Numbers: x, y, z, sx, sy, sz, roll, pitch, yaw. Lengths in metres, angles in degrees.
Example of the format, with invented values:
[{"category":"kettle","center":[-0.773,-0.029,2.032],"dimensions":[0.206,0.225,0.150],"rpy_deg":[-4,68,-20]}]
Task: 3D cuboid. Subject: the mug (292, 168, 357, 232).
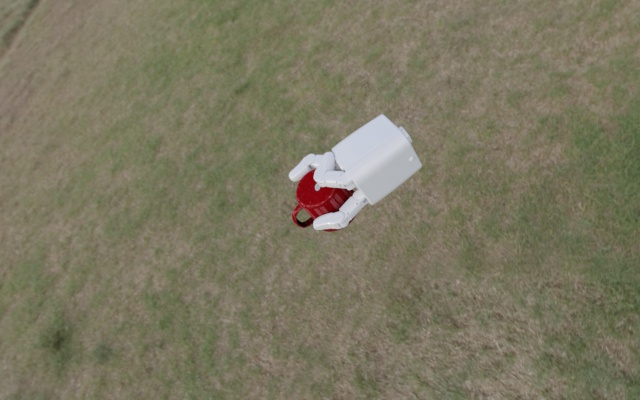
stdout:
[{"category":"mug","center":[-0.001,0.003,0.834],"dimensions":[0.117,0.093,0.081],"rpy_deg":[-36,-41,6]}]
